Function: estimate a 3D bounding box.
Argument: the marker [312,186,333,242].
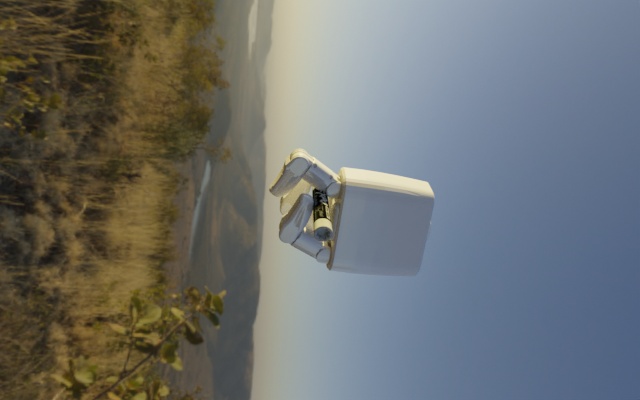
[{"bbox_3d":[0.000,0.002,0.519,0.020,0.020,0.121,0,32,-3],"label":"marker"}]
